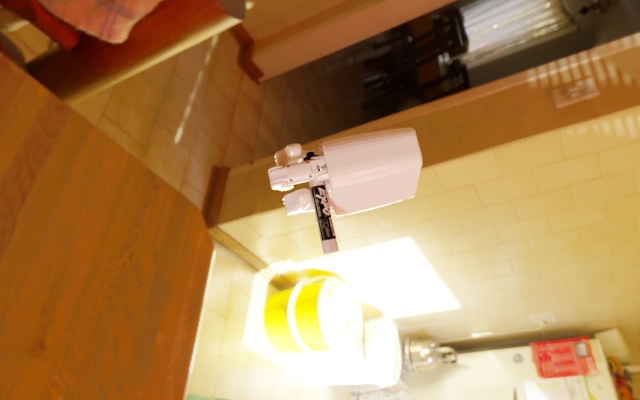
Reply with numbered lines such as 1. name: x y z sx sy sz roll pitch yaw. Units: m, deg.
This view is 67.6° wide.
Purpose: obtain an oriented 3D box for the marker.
1. marker: 0.000 0.002 0.556 0.020 0.121 0.020 -12 -8 -2
